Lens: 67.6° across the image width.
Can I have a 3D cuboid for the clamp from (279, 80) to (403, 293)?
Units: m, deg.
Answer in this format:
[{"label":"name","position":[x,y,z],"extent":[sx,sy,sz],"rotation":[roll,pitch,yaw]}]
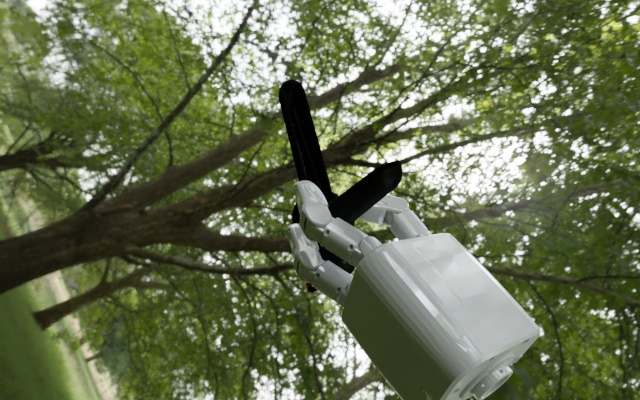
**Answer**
[{"label":"clamp","position":[0.001,0.002,0.452],"extent":[0.036,0.210,0.164],"rotation":[-17,49,-26]}]
